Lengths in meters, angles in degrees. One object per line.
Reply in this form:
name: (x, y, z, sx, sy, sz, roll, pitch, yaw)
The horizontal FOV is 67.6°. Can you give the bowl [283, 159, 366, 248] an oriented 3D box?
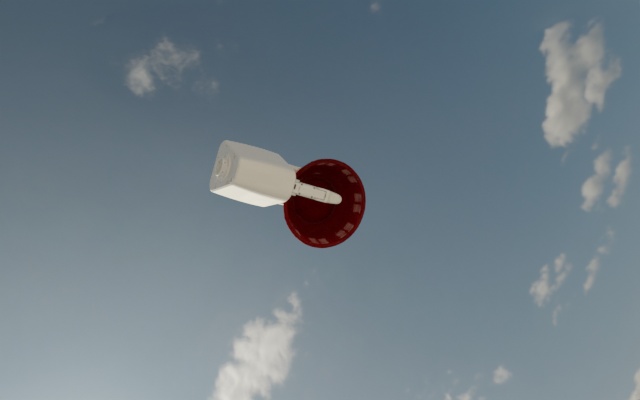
bowl: (0.001, 0.003, 0.875, 0.162, 0.162, 0.055, 0, 7, -23)
